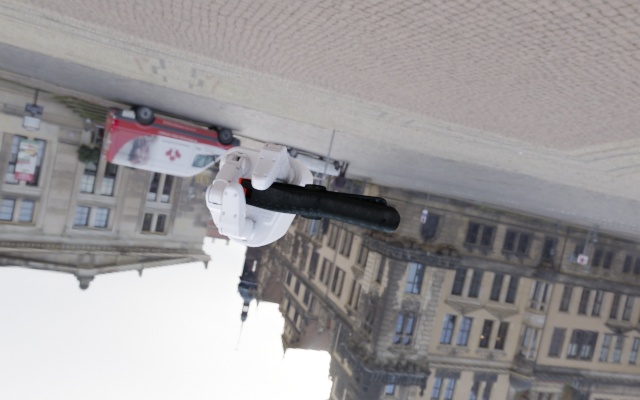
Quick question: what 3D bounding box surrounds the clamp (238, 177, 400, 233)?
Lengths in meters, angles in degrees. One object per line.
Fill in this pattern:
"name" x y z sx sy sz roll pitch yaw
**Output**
"clamp" 0.000 0.002 0.510 0.171 0.039 0.120 12 0 9
